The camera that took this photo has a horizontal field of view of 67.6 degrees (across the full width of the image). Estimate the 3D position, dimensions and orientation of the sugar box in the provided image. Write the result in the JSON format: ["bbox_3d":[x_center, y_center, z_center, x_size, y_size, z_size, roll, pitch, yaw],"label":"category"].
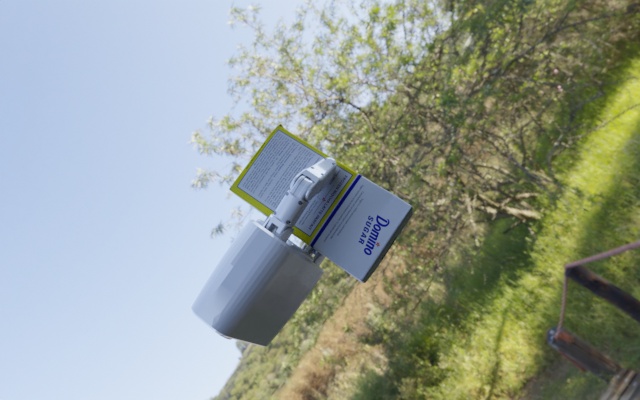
[{"bbox_3d":[0.000,0.002,0.513,0.176,0.093,0.048,34,-6,15],"label":"sugar box"}]
